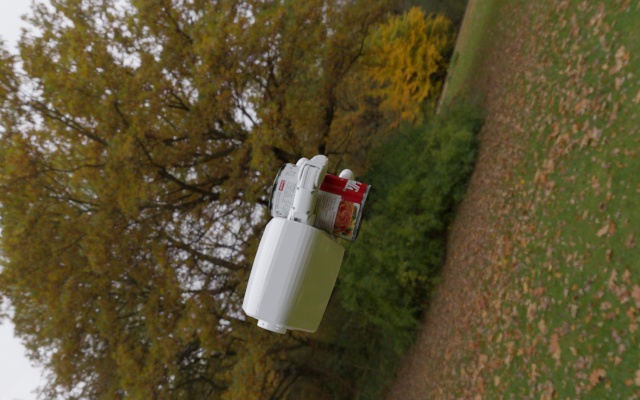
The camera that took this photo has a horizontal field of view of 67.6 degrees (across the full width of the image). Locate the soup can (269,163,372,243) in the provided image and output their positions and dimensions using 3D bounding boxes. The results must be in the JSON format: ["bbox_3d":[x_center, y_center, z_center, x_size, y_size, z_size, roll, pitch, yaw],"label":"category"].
[{"bbox_3d":[0.000,0.001,0.546,0.102,0.068,0.068,16,2,9],"label":"soup can"}]
